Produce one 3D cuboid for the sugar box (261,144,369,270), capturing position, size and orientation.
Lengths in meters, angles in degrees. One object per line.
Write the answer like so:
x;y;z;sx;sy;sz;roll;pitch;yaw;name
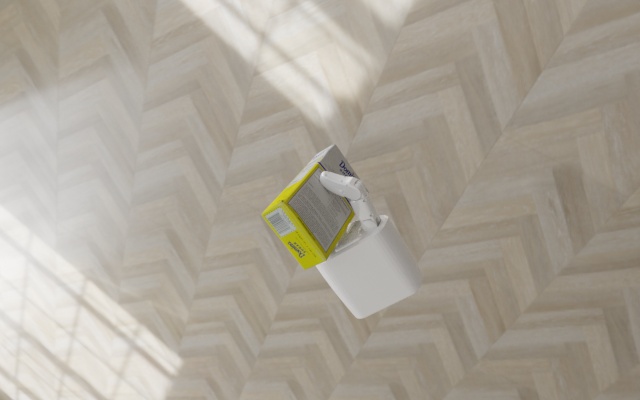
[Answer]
0.000;0.002;0.645;0.048;0.093;0.176;-28;14;33;sugar box
